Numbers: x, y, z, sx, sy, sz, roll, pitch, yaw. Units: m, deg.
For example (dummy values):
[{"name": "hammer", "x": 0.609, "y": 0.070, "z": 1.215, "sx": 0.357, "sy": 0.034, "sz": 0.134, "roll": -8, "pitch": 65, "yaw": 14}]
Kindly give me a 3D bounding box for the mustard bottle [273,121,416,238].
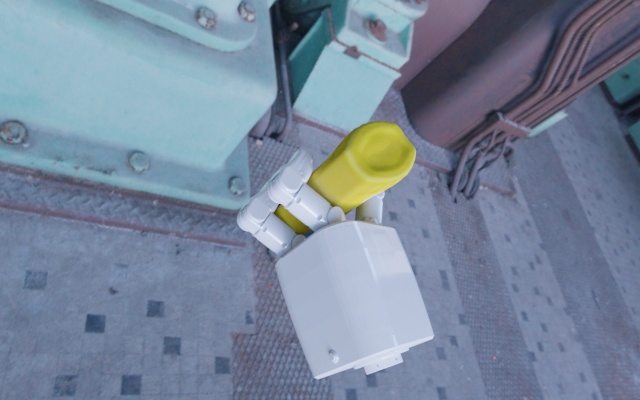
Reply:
[{"name": "mustard bottle", "x": 0.000, "y": 0.001, "z": 0.464, "sx": 0.192, "sy": 0.058, "sz": 0.096, "roll": -40, "pitch": -3, "yaw": 42}]
